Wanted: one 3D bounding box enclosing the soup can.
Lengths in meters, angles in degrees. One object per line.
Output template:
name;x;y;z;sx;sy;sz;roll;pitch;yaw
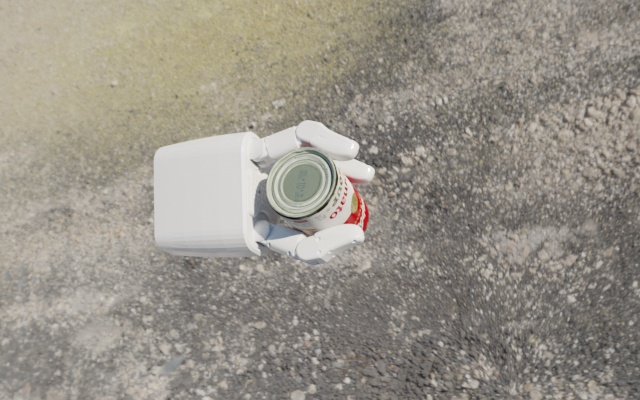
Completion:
soup can;0.000;0.001;0.445;0.068;0.068;0.102;0;-21;22
